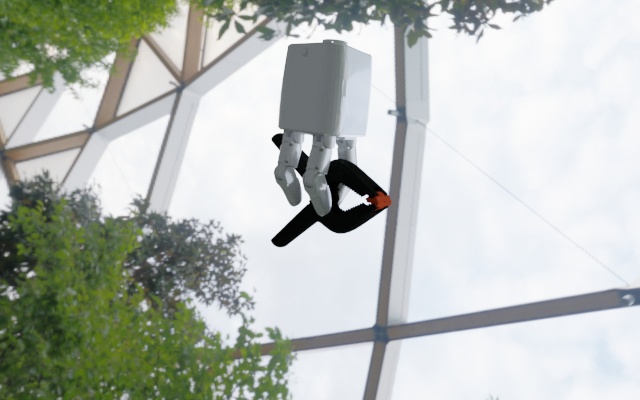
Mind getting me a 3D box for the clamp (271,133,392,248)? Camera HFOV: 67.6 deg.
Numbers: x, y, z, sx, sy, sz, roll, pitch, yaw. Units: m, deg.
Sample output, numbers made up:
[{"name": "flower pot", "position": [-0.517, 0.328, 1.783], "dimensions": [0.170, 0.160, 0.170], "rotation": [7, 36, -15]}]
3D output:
[{"name": "clamp", "position": [0.001, 0.002, 0.631], "dimensions": [0.036, 0.164, 0.210], "rotation": [-6, 16, -44]}]
